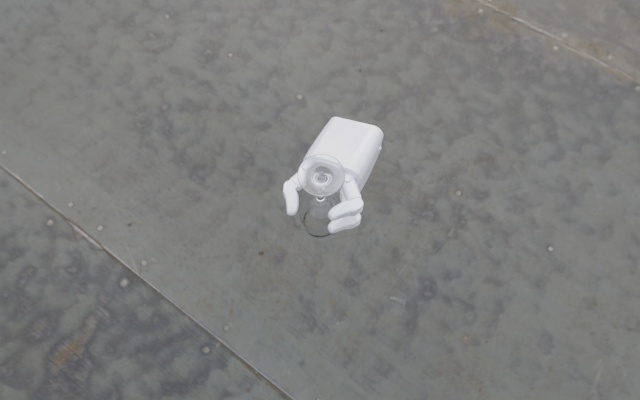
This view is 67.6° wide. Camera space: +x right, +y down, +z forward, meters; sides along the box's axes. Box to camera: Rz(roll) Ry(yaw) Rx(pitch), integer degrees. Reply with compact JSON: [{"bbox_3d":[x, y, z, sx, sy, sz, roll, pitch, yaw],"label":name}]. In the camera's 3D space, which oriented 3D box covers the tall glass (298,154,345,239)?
[{"bbox_3d":[0.000,0.003,0.828,0.079,0.079,0.201,0,-26,-1],"label":"tall glass"}]
